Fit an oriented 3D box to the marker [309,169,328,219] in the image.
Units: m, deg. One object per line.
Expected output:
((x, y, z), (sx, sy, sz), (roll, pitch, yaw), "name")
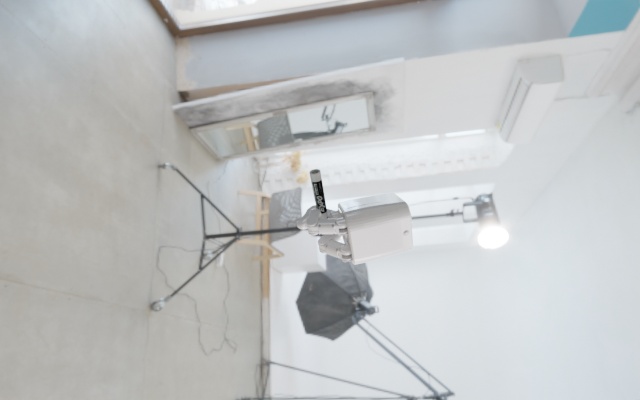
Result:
((0.000, 0.003, 0.823), (0.020, 0.121, 0.020), (-8, 31, 5), "marker")
